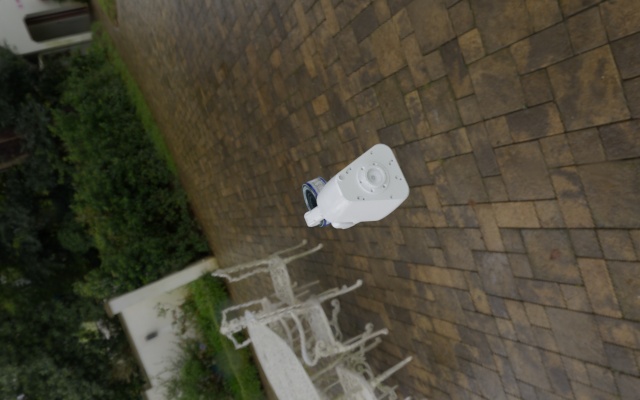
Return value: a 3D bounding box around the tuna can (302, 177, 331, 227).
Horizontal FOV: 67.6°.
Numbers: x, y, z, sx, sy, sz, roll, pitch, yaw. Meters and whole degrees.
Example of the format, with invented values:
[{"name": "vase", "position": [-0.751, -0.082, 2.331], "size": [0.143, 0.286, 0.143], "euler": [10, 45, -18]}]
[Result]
[{"name": "tuna can", "position": [0.000, 0.003, 0.854], "size": [0.034, 0.086, 0.086], "euler": [-23, 7, -16]}]
